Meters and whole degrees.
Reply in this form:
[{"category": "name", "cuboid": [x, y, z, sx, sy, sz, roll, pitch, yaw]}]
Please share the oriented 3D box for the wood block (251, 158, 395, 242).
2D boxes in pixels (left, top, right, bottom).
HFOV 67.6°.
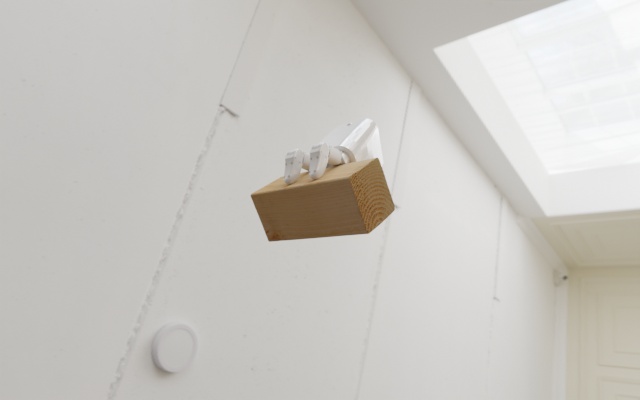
[{"category": "wood block", "cuboid": [0.000, 0.003, 0.764, 0.206, 0.091, 0.090, -9, 18, 41]}]
